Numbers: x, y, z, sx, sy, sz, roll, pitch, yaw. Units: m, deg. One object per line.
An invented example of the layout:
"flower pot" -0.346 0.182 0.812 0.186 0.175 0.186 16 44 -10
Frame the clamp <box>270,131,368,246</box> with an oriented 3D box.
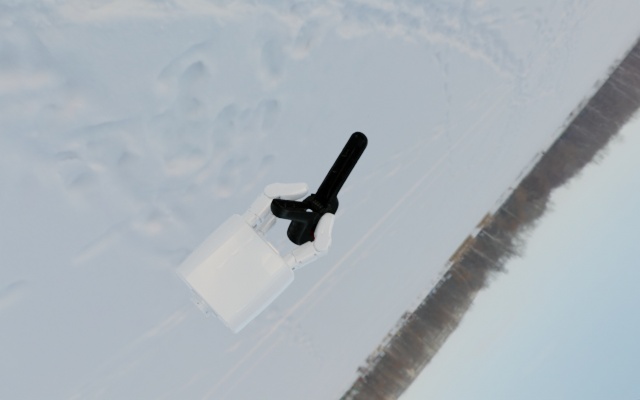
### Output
"clamp" 0.001 0.003 0.667 0.036 0.164 0.210 42 -20 17
